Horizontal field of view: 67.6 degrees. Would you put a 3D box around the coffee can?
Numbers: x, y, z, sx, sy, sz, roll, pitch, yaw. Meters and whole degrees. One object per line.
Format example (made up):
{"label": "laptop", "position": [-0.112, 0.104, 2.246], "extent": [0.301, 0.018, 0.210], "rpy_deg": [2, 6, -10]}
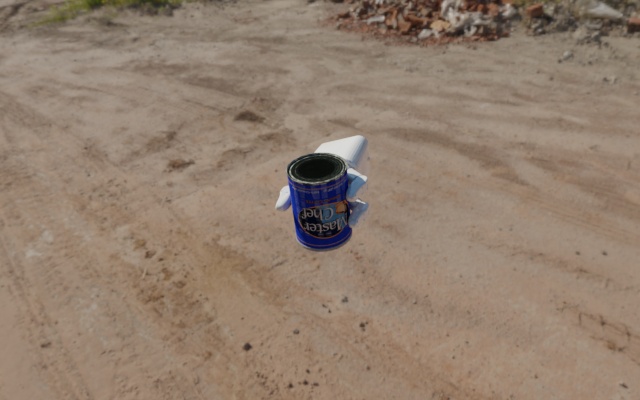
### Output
{"label": "coffee can", "position": [0.000, 0.003, 0.824], "extent": [0.103, 0.140, 0.102], "rpy_deg": [-4, 34, 3]}
